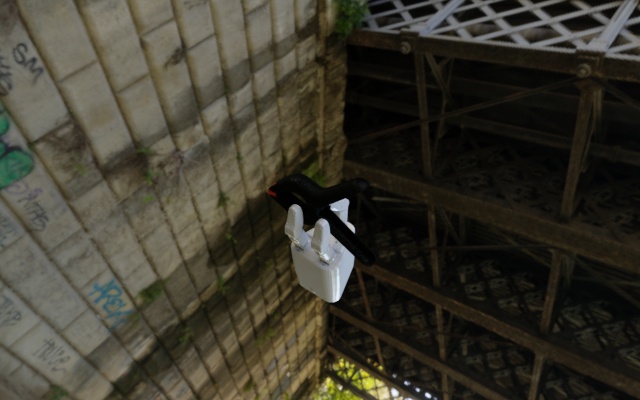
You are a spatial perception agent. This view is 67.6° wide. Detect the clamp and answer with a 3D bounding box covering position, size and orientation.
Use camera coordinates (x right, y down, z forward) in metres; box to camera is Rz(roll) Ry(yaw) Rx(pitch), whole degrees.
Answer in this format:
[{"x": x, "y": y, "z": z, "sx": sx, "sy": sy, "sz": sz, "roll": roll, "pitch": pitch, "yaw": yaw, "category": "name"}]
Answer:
[{"x": 0.000, "y": 0.002, "z": 0.746, "sx": 0.210, "sy": 0.165, "sz": 0.036, "roll": 27, "pitch": 50, "yaw": 29, "category": "clamp"}]
